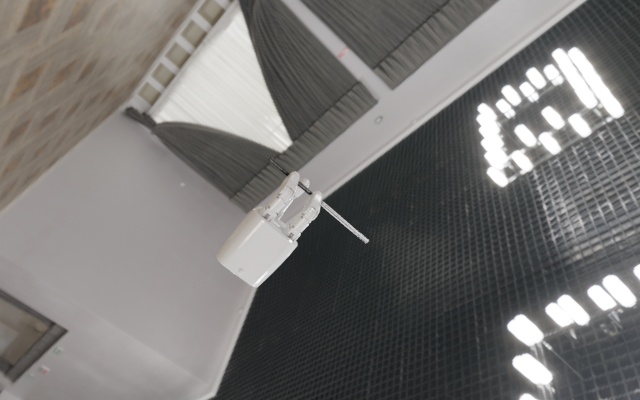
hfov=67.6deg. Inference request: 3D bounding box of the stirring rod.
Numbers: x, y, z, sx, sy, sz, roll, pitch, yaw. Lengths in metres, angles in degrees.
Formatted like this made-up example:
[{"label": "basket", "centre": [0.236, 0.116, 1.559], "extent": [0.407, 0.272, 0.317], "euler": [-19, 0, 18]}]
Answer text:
[{"label": "stirring rod", "centre": [0.000, 0.003, 0.856], "extent": [0.239, 0.011, 0.011], "euler": [40, -15, -18]}]
